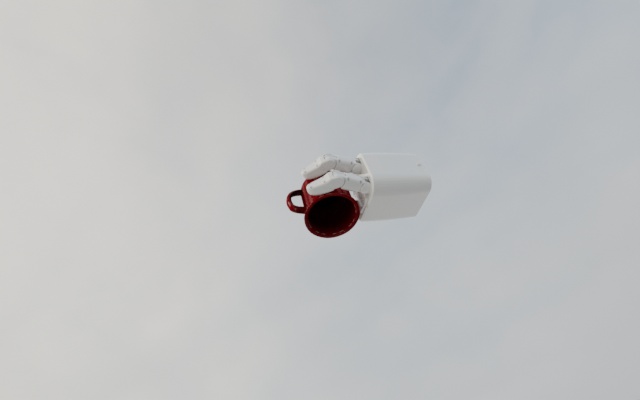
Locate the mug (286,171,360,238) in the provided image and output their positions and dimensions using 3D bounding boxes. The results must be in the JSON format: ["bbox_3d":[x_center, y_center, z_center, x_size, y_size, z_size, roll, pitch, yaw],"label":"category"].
[{"bbox_3d":[-0.001,0.003,0.803,0.117,0.093,0.081,-1,36,-13],"label":"mug"}]
